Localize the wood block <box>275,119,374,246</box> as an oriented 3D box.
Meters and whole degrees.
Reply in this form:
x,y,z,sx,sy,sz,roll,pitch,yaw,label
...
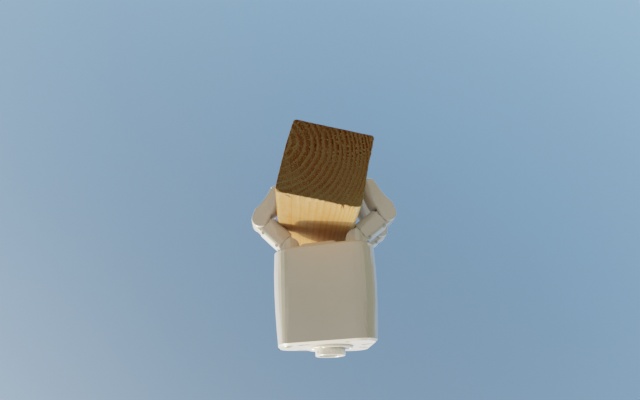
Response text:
x,y,z,sx,sy,sz,roll,pitch,yaw,label
0.000,0.002,0.584,0.091,0.090,0.206,12,-24,1,wood block
